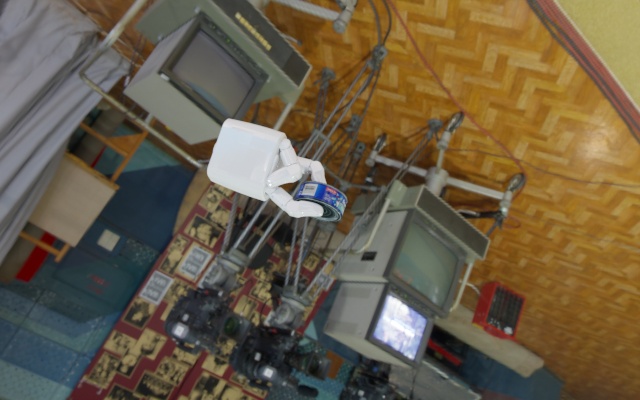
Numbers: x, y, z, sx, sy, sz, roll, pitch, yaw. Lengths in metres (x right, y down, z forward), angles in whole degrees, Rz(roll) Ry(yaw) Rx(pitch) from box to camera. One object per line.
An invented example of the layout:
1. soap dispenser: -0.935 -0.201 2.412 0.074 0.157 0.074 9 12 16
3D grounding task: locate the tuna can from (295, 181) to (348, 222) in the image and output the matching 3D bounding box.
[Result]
1. tuna can: 0.000 0.003 0.809 0.086 0.033 0.086 17 -23 7
